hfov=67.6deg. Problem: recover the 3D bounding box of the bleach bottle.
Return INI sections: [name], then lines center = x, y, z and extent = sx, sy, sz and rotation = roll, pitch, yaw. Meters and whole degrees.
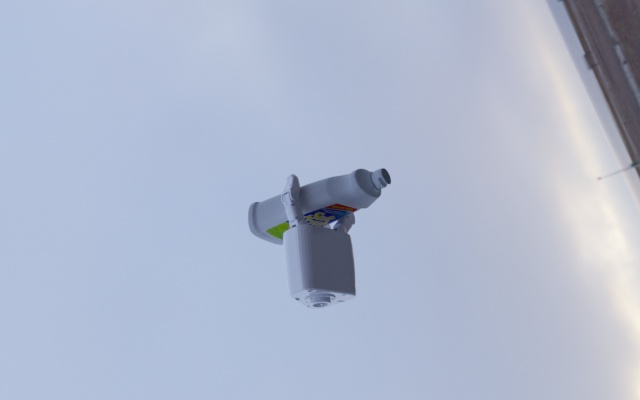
[bleach bottle]
center = 0.000, 0.003, 0.809
extent = 0.251, 0.068, 0.102
rotation = -24, -34, 31
